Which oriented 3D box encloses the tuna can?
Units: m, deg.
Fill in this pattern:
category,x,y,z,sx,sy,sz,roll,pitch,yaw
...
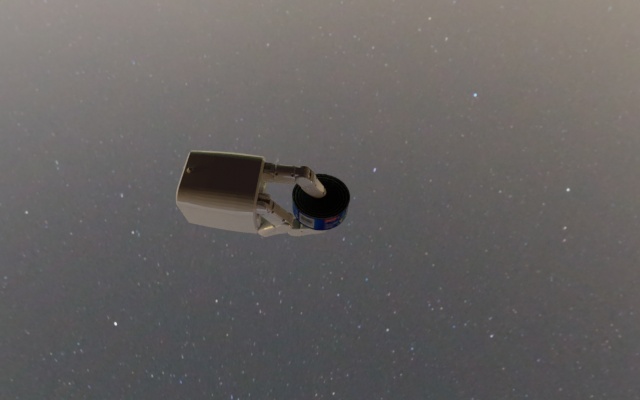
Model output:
category,x,y,z,sx,sy,sz,roll,pitch,yaw
tuna can,0.000,0.003,0.714,0.086,0.086,0.034,0,-39,-4
